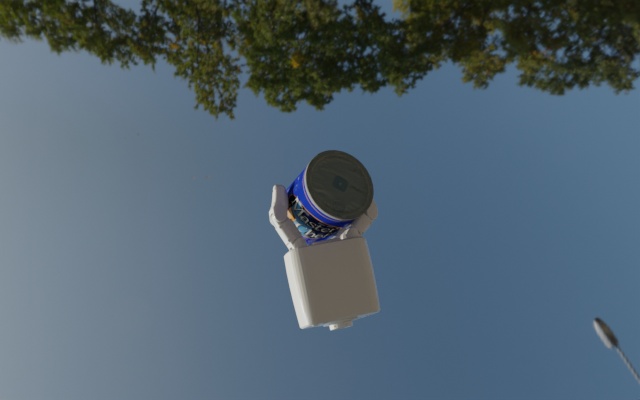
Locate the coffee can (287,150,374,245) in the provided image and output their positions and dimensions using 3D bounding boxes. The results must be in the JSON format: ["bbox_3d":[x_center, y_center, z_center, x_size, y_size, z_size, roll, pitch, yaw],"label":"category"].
[{"bbox_3d":[0.000,0.002,0.706,0.103,0.102,0.140,0,-21,-25],"label":"coffee can"}]
